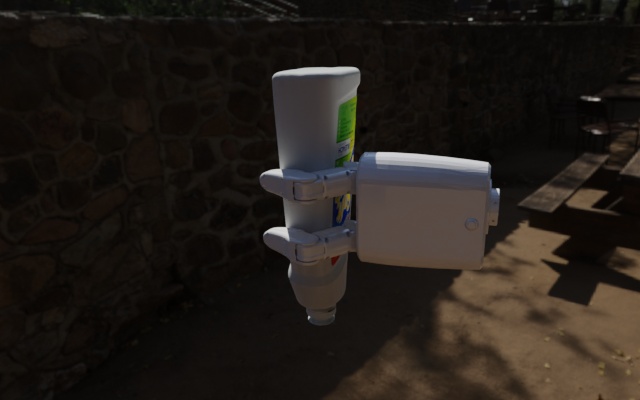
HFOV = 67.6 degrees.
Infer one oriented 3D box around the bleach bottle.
[{"bbox_3d":[0.000,0.002,0.468,0.068,0.251,0.102,4,19,18],"label":"bleach bottle"}]
